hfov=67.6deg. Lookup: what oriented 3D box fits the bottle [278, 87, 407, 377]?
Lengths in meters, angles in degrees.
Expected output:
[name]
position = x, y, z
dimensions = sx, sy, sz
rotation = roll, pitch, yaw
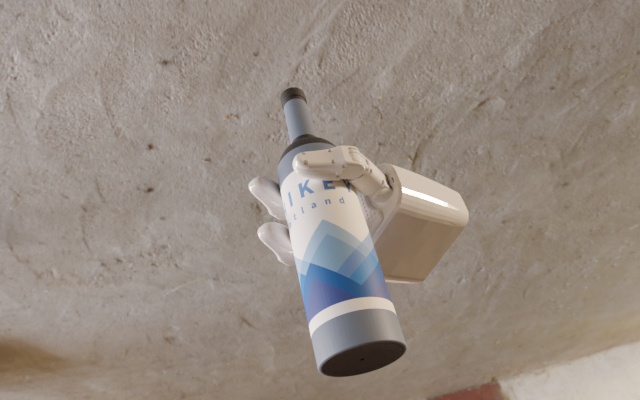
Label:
[bottle]
position = 0.000, 0.002, 0.432
dimensions = 0.069, 0.295, 0.069
rotation = -10, -37, -7
